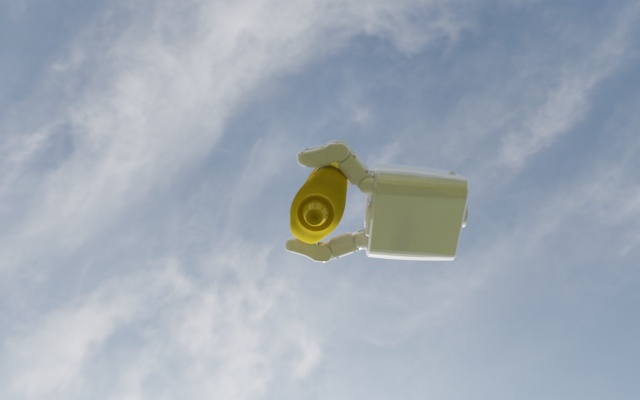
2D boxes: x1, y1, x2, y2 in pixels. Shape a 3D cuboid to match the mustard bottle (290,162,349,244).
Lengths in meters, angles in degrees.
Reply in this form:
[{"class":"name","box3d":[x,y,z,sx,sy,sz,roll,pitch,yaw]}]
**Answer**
[{"class":"mustard bottle","box3d":[0.000,0.002,0.578,0.058,0.096,0.191,29,10,-2]}]
